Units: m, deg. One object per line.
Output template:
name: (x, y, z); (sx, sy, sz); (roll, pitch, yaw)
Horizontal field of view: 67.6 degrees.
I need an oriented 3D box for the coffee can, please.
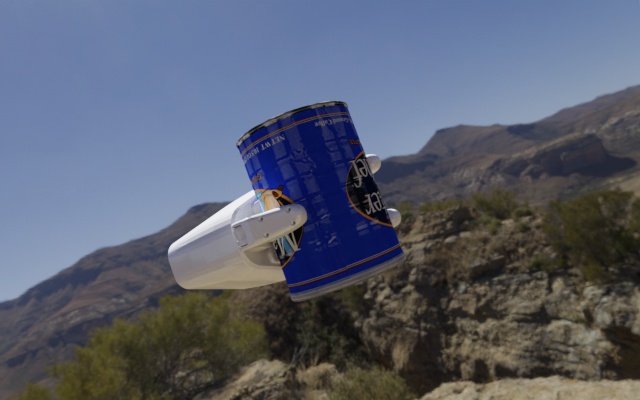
coffee can: (0.000, 0.001, 0.408); (0.103, 0.140, 0.103); (-20, -4, -2)
